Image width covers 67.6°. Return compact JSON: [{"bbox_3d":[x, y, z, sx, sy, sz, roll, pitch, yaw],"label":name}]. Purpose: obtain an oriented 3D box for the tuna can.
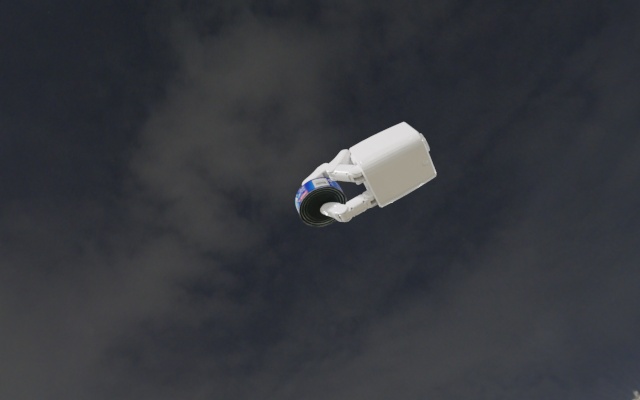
[{"bbox_3d":[0.000,0.002,0.827,0.086,0.086,0.033,0,35,-20],"label":"tuna can"}]
